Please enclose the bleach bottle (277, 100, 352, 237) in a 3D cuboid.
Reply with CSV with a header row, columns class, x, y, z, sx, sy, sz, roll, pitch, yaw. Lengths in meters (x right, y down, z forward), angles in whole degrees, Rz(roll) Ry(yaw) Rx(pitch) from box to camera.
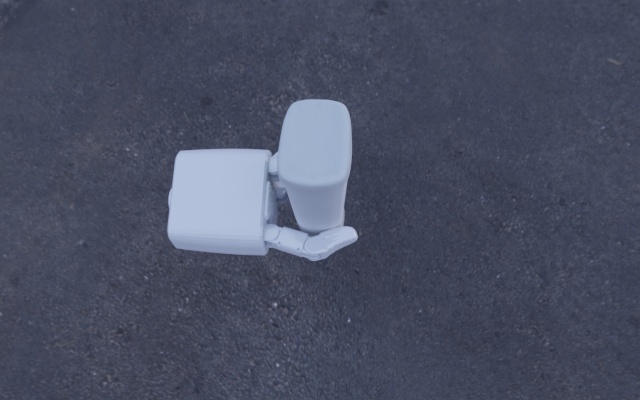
class,x,y,z,sx,sy,sz,roll,pitch,yaw
bleach bottle,0.000,0.002,0.548,0.068,0.102,0.251,3,-29,4
